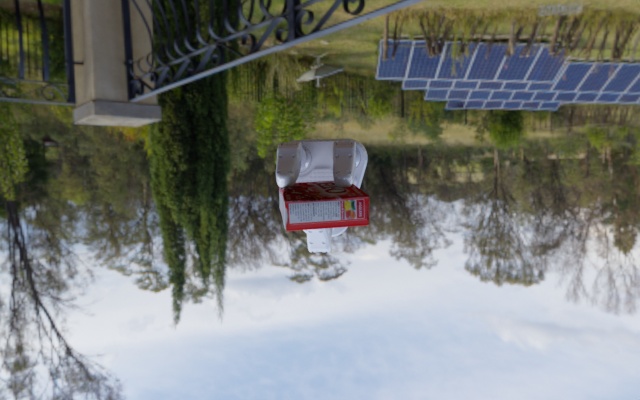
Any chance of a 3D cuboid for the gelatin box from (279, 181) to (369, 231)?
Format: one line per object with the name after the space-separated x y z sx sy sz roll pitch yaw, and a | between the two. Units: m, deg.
0.000 0.002 0.443 0.073 0.030 0.089 -3 12 -7 | gelatin box
